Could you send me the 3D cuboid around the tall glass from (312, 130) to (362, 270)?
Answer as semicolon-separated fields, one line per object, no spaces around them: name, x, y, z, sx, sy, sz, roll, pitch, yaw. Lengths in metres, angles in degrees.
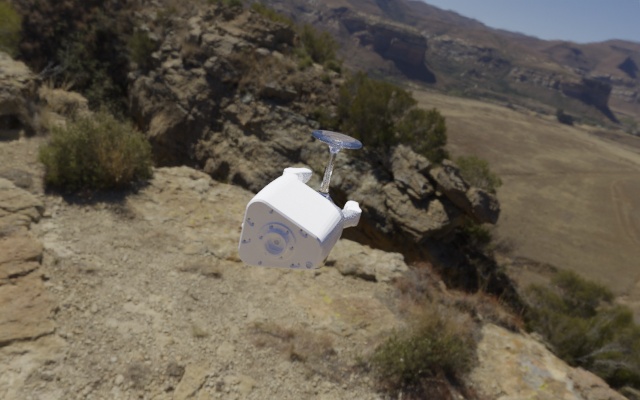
tall glass;0.000;0.002;0.714;0.079;0.201;0.079;13;21;-5
